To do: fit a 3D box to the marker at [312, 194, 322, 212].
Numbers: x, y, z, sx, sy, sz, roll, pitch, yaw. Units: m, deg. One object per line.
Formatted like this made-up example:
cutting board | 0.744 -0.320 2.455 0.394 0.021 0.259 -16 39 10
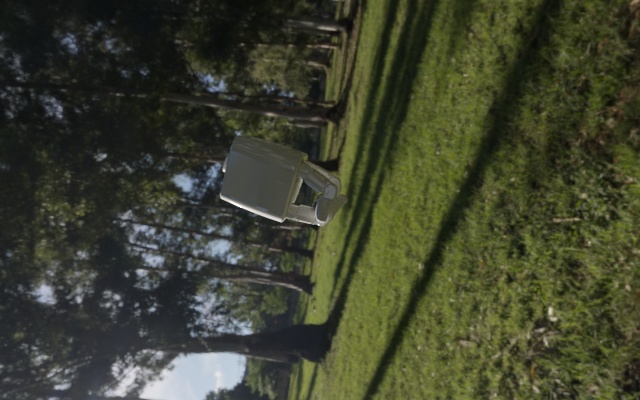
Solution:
marker | 0.000 0.003 0.780 0.020 0.020 0.121 0 6 4
